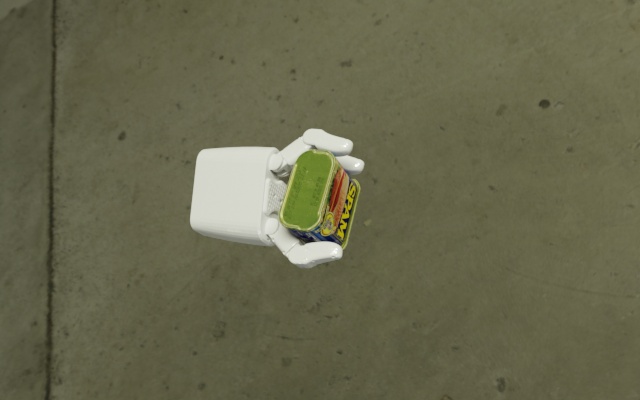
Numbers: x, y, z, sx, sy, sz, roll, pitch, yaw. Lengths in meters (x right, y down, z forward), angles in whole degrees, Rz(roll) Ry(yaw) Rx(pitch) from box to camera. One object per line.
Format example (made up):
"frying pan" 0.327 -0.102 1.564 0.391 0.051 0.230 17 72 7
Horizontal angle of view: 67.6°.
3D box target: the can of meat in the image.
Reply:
"can of meat" 0.000 0.002 0.556 0.057 0.102 0.084 7 -19 26
